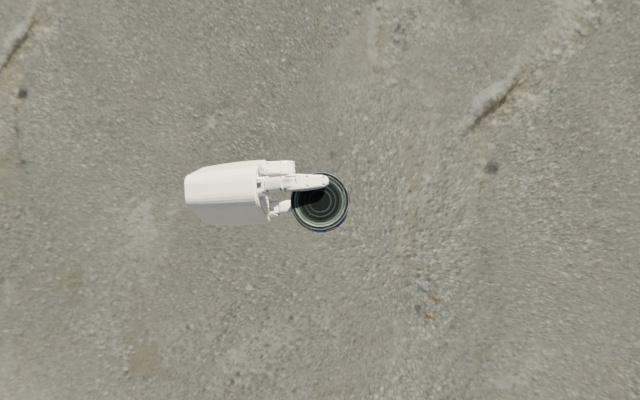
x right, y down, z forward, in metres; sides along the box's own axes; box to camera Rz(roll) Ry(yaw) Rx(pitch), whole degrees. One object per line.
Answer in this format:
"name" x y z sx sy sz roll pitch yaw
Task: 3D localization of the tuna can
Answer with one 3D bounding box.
"tuna can" 0.000 0.002 0.685 0.086 0.086 0.034 0 -7 3
